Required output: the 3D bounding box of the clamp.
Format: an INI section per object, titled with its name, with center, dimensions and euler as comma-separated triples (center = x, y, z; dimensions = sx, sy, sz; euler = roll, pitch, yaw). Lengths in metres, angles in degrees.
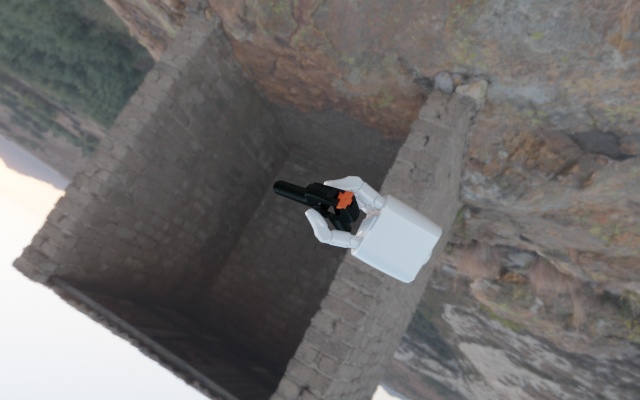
[clamp]
center = 0.000, 0.003, 0.781
dimensions = 0.164, 0.036, 0.210
euler = 30, -12, -4
